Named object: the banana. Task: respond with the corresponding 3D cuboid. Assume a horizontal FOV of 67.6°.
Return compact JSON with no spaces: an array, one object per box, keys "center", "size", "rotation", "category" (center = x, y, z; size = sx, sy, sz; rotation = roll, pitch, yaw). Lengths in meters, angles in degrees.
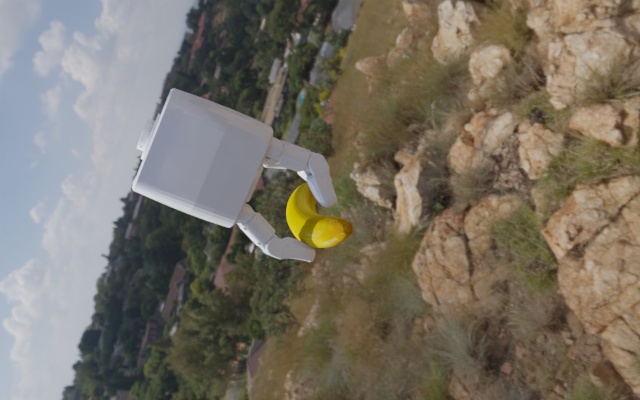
[{"center":[-0.010,0.016,0.565],"size":[0.037,0.069,0.197],"rotation":[26,14,-20],"category":"banana"}]
